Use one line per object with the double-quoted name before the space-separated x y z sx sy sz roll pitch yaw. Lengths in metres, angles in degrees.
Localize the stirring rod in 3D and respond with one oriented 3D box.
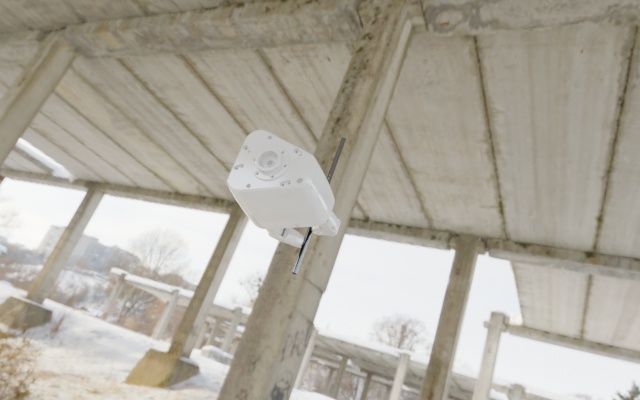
"stirring rod" 0.000 0.003 0.745 0.011 0.239 0.011 17 -22 7
